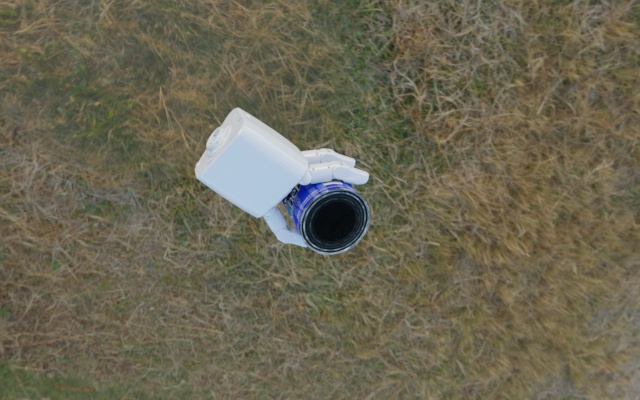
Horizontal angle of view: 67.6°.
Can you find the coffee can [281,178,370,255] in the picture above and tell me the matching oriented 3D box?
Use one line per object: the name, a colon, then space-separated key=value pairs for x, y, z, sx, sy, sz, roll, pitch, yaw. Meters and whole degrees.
coffee can: x=0.000 y=0.002 z=0.713 sx=0.103 sy=0.103 sz=0.140 roll=0 pitch=24 yaw=-19
